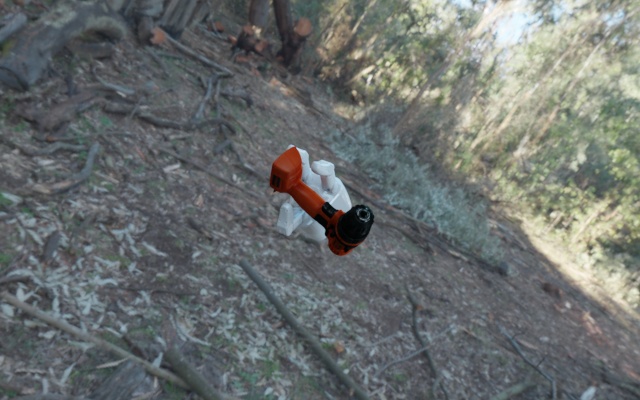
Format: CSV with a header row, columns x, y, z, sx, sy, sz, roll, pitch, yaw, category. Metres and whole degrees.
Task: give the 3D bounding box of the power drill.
x,y,z,sx,sy,sz,roll,pitch,yaw,category
0.000,0.002,0.772,0.057,0.187,0.184,-40,-9,-21,power drill
